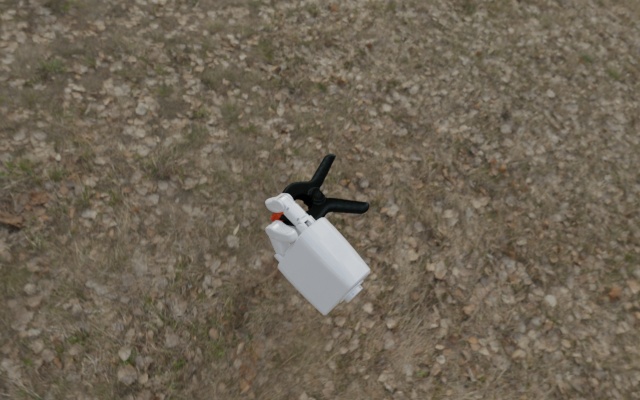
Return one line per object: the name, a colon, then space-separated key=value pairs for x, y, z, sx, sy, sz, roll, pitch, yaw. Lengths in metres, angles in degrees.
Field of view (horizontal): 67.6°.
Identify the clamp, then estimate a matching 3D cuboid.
clamp: x=0.000 y=0.002 z=0.791 sx=0.171 sy=0.120 sz=0.039 roll=-37 pitch=-14 yaw=-30
